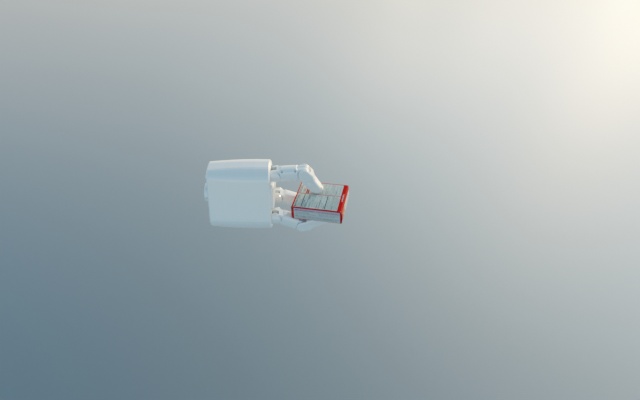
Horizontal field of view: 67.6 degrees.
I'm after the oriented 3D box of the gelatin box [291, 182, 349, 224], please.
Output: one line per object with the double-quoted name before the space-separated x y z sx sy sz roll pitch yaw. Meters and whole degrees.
"gelatin box" 0.000 0.002 0.827 0.089 0.030 0.073 5 41 11
